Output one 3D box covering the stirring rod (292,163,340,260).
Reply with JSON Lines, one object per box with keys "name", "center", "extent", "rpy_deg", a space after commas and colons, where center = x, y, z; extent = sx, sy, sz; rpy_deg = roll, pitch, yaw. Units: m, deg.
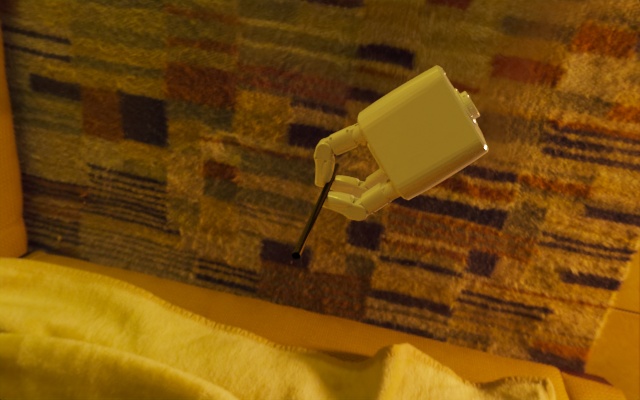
{"name": "stirring rod", "center": [0.000, 0.002, 0.544], "extent": [0.011, 0.011, 0.239], "rpy_deg": [0, 24, 12]}
